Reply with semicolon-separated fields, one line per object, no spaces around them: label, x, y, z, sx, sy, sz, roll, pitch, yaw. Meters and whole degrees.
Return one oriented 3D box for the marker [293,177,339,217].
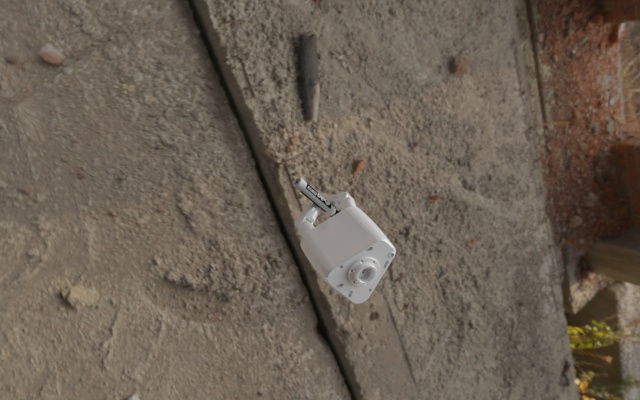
marker;0.000;0.003;0.806;0.020;0.020;0.121;0;-34;50
